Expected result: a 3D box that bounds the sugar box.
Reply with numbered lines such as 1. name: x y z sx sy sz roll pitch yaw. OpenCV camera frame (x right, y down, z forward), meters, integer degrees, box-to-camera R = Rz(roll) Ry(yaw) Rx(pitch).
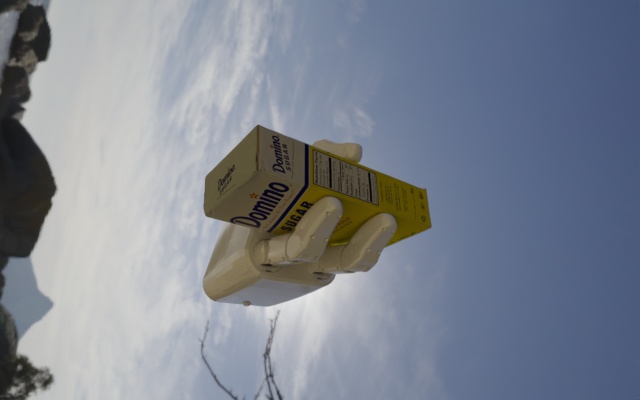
1. sugar box: 0.000 0.002 0.407 0.176 0.048 0.093 14 -31 -33
